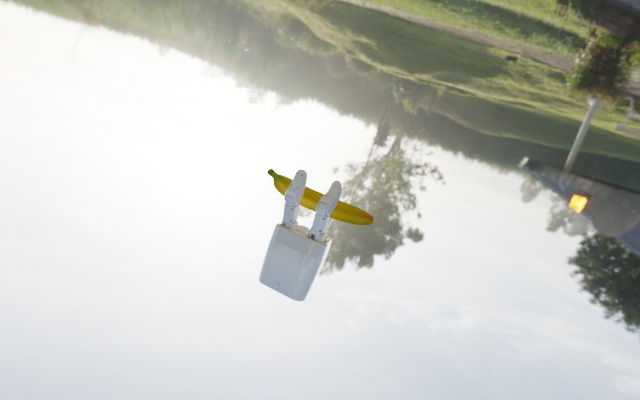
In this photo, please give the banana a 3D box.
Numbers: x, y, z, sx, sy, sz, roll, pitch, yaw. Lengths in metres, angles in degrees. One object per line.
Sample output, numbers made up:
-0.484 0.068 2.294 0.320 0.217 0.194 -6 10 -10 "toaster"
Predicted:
-0.003 0.002 0.832 0.198 0.037 0.069 24 -3 1 "banana"
